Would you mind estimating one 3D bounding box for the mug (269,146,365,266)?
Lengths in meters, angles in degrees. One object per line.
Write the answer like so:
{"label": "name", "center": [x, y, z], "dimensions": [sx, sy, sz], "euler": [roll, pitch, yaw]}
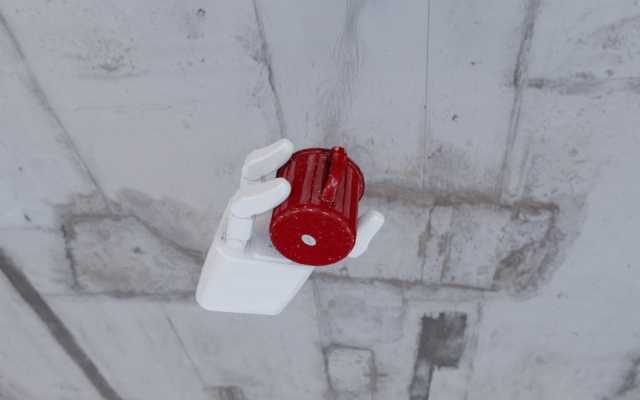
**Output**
{"label": "mug", "center": [0.001, 0.001, 0.456], "dimensions": [0.093, 0.081, 0.117], "euler": [19, -48, -10]}
